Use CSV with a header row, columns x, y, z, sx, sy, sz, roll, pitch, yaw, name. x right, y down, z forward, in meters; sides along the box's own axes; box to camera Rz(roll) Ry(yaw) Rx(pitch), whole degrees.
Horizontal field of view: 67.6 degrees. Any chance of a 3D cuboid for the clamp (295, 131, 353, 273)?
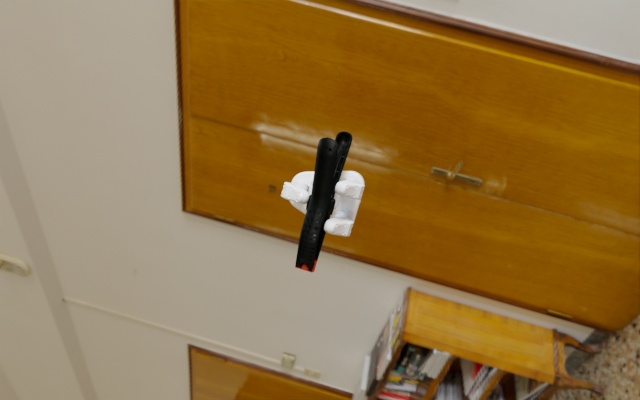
x,y,z,sx,sy,sz,roll,pitch,yaw,name
-0.001,0.002,0.661,0.036,0.210,0.164,16,7,9,clamp
